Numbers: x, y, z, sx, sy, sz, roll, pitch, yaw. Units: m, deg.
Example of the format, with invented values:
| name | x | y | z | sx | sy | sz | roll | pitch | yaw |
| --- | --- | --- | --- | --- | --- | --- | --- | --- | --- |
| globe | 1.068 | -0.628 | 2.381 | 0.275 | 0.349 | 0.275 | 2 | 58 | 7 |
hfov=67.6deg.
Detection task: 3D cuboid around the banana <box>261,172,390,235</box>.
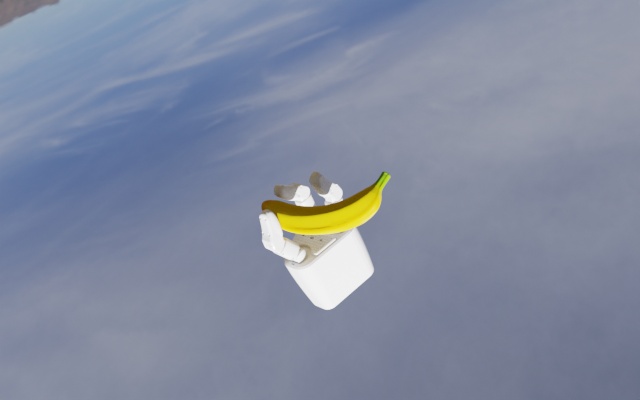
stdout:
| name | x | y | z | sx | sy | sz | roll | pitch | yaw |
| --- | --- | --- | --- | --- | --- | --- | --- | --- | --- |
| banana | -0.001 | 0.015 | 0.627 | 0.198 | 0.069 | 0.037 | -11 | -49 | 27 |
